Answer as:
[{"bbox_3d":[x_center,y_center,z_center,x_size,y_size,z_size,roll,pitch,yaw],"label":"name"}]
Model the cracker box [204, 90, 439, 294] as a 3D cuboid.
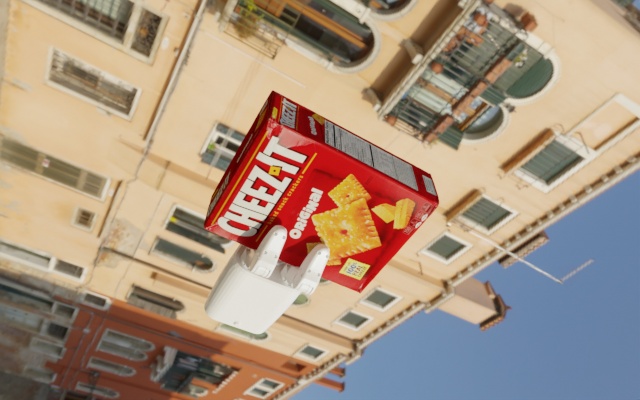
[{"bbox_3d":[0.000,0.002,0.546,0.214,0.164,0.072,25,32,-19],"label":"cracker box"}]
